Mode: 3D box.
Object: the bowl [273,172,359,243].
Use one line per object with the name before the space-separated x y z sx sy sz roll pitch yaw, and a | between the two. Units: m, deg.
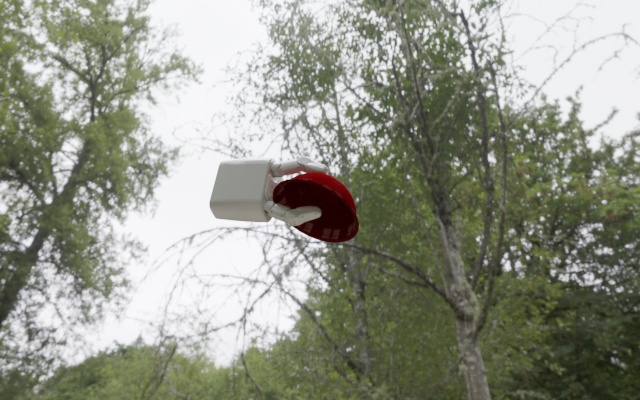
bowl | 0.002 0.003 0.836 0.162 0.055 0.162 19 -36 14
